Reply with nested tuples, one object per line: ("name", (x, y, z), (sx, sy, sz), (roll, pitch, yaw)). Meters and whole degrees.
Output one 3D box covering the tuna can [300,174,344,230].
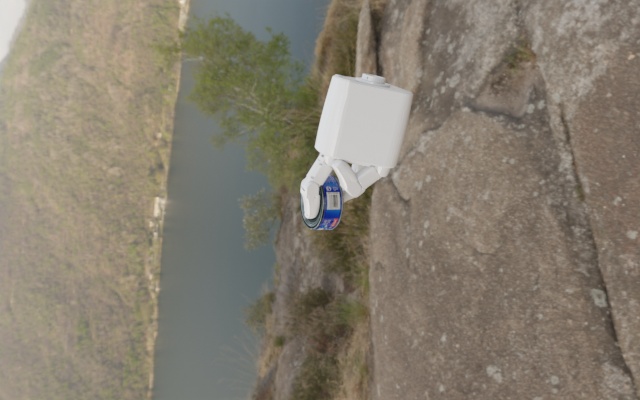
("tuna can", (0.000, 0.002, 0.727), (0.034, 0.086, 0.086), (-1, 0, -27))
